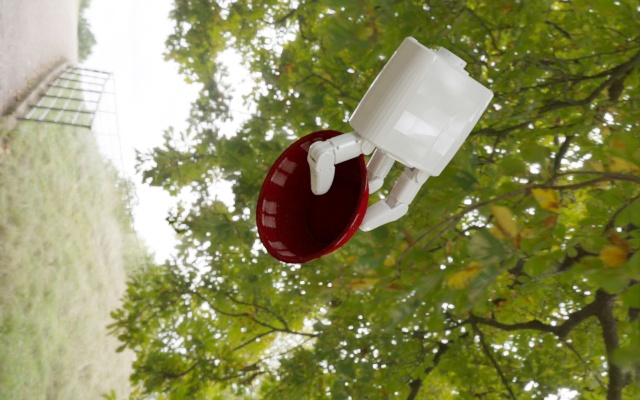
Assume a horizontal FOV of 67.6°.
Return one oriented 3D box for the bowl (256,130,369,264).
[{"bbox_3d":[-0.001,0.003,0.557,0.162,0.162,0.055,0,-20,41],"label":"bowl"}]
